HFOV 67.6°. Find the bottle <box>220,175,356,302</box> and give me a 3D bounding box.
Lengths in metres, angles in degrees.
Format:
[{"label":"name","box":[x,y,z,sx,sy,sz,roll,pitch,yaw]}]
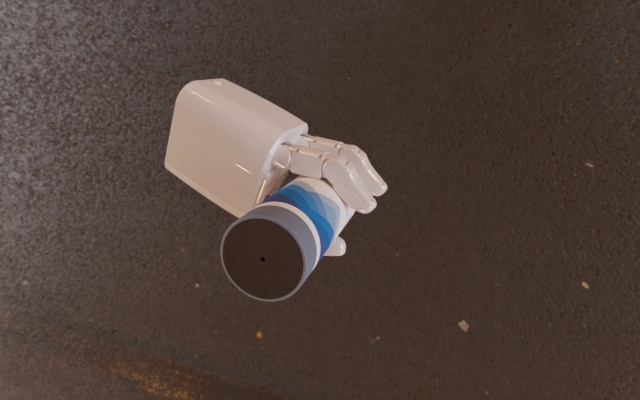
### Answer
[{"label":"bottle","box":[0.000,0.002,0.473,0.069,0.069,0.295,0,16,17]}]
